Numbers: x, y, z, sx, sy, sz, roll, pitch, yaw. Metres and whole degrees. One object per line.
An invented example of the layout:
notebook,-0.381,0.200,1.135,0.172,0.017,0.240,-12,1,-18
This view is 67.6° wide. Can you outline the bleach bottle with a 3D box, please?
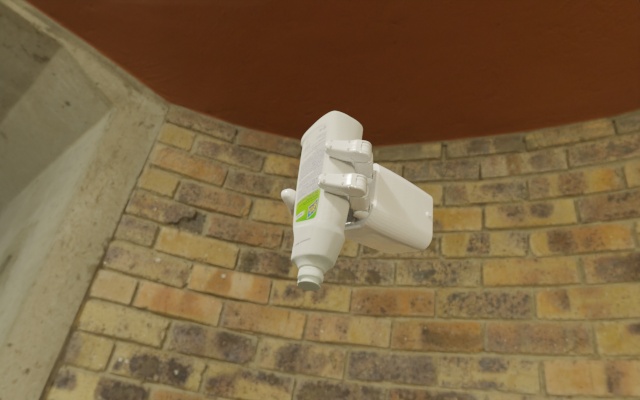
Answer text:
bleach bottle,0.000,0.002,0.640,0.068,0.250,0.103,25,-36,-22
